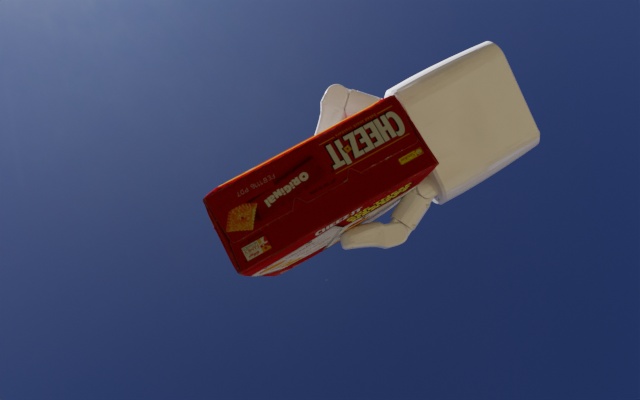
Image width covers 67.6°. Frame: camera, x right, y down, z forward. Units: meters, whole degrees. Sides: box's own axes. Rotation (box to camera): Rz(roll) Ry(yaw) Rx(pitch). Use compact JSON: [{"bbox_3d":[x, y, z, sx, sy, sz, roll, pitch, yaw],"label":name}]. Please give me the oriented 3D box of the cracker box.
[{"bbox_3d":[0.000,0.002,0.442,0.164,0.072,0.214,-30,-9,-4],"label":"cracker box"}]
